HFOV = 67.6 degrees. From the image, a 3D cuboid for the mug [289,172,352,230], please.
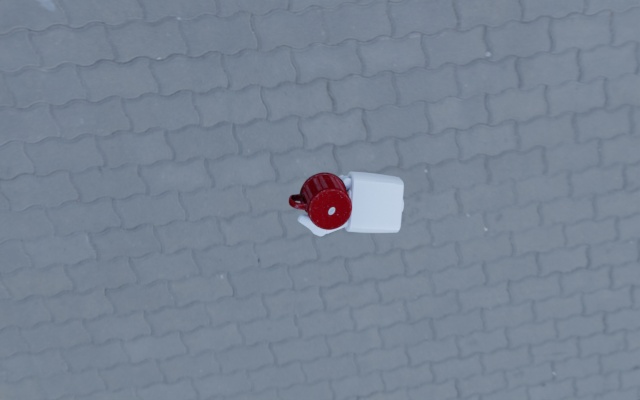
[{"bbox_3d":[-0.001,0.003,0.878,0.117,0.093,0.081,4,19,-11],"label":"mug"}]
